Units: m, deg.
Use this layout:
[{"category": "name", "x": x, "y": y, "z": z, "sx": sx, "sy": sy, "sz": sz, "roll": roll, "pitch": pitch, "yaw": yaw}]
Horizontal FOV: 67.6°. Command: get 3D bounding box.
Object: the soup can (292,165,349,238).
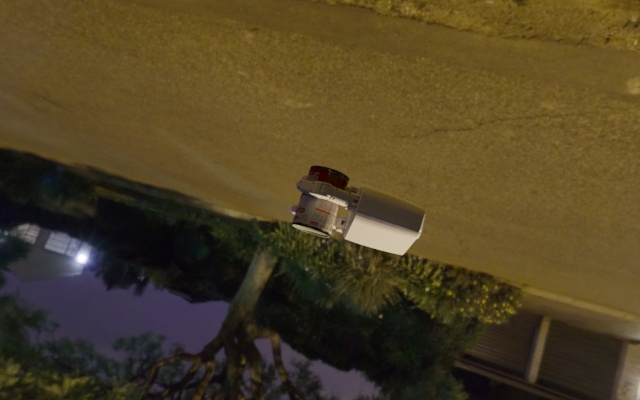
[{"category": "soup can", "x": 0.000, "y": 0.003, "z": 0.780, "sx": 0.068, "sy": 0.102, "sz": 0.068, "roll": 18, "pitch": -11, "yaw": 3}]
